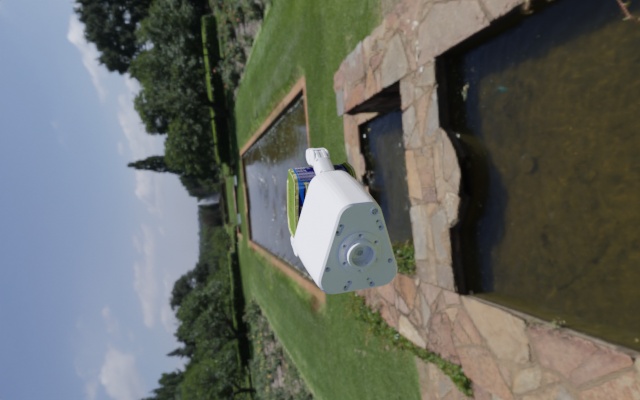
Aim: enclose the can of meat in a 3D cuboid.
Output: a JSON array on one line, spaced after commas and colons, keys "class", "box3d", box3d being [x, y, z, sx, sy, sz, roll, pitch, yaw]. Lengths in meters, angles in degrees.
[{"class": "can of meat", "box3d": [0.000, 0.002, 0.653, 0.084, 0.102, 0.057, -6, 25, -14]}]
